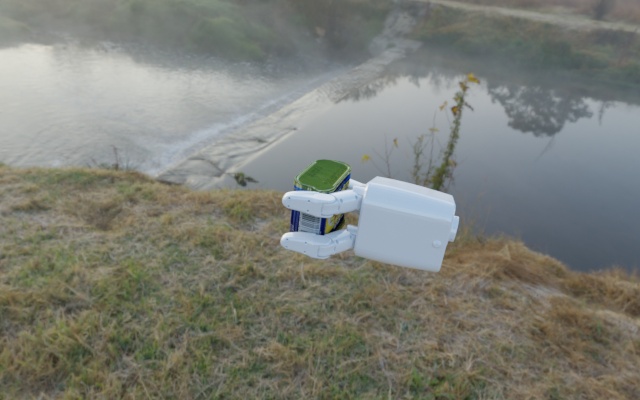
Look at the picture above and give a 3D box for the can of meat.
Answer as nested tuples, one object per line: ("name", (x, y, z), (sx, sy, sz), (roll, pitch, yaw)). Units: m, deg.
("can of meat", (0.000, 0.002, 0.611), (0.057, 0.084, 0.102), (16, 28, 15))
